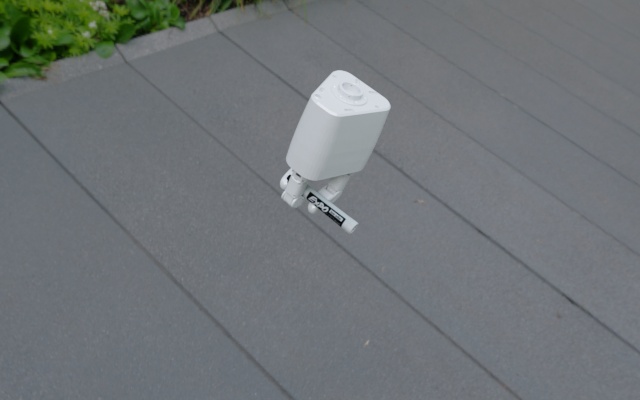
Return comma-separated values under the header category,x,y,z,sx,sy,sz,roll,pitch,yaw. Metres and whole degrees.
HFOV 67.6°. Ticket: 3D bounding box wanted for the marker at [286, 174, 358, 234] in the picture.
category,x,y,z,sx,sy,sz,roll,pitch,yaw
marker,0.000,0.002,0.661,0.121,0.020,0.020,39,12,16
